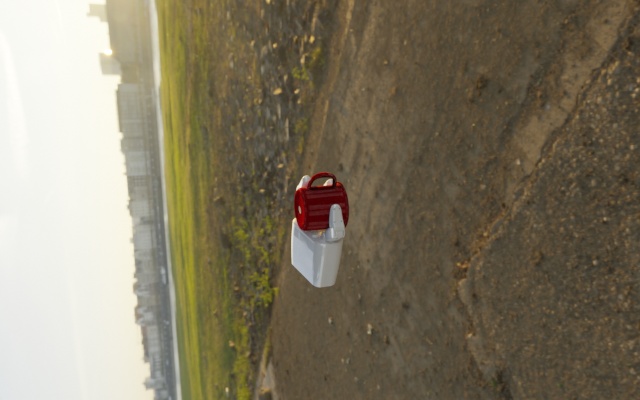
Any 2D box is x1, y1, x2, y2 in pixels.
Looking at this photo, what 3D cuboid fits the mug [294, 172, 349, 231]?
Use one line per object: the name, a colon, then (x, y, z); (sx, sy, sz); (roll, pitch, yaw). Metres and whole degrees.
mug: (0.000, 0.002, 0.890); (0.081, 0.117, 0.093); (-5, 30, -18)
